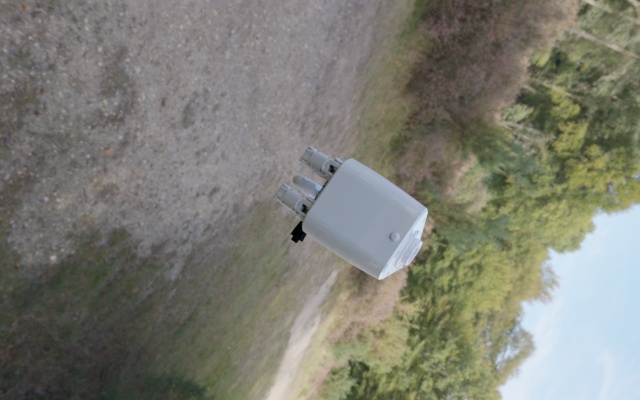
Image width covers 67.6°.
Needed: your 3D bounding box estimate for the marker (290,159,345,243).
[{"bbox_3d":[0.000,0.002,0.606,0.020,0.121,0.020,34,-2,1],"label":"marker"}]
